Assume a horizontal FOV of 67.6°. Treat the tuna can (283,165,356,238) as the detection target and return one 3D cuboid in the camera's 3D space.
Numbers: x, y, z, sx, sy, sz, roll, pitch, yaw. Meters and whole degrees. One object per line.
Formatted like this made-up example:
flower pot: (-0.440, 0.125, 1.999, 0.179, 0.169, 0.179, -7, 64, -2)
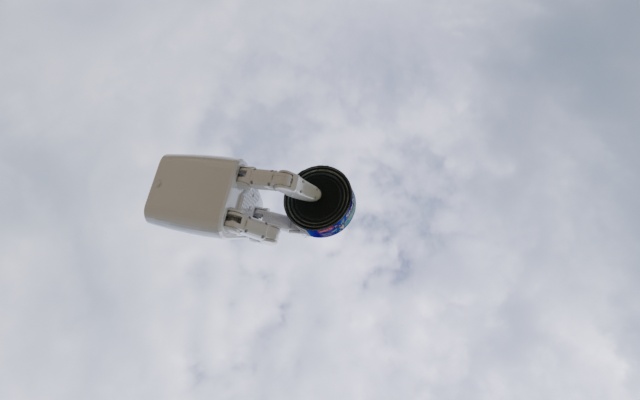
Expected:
tuna can: (0.000, 0.002, 0.588, 0.086, 0.086, 0.034, 0, -23, 16)
